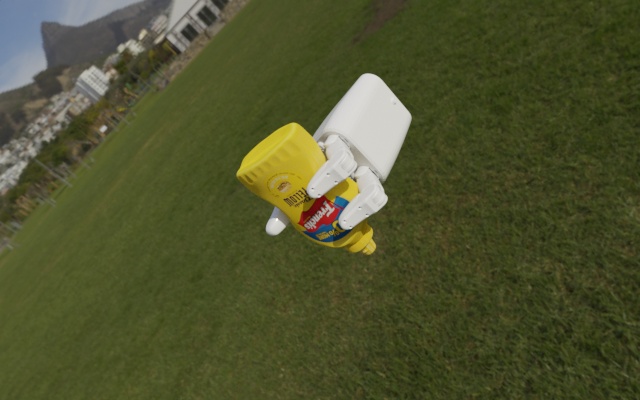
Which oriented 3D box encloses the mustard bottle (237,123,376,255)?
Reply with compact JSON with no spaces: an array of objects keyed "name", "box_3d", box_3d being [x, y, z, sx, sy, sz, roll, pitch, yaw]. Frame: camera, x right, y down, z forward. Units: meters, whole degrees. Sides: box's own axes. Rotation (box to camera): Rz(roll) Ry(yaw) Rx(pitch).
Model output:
[{"name":"mustard bottle","box_3d":[0.000,0.002,0.566,0.096,0.058,0.192,-31,-62,31]}]
